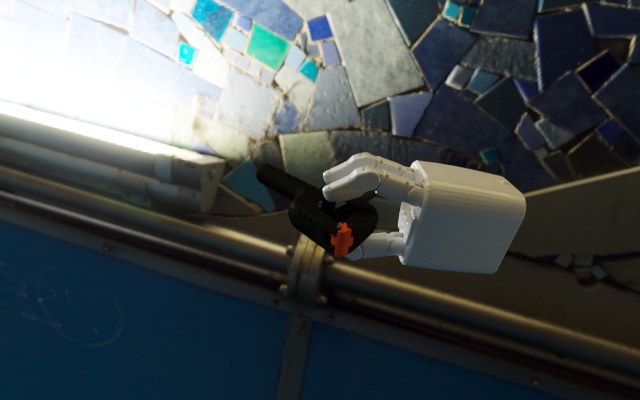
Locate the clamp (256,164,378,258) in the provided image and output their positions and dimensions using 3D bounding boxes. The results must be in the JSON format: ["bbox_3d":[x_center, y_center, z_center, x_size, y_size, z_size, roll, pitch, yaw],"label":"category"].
[{"bbox_3d":[0.000,0.003,0.532,0.164,0.036,0.210,6,20,-2],"label":"clamp"}]
